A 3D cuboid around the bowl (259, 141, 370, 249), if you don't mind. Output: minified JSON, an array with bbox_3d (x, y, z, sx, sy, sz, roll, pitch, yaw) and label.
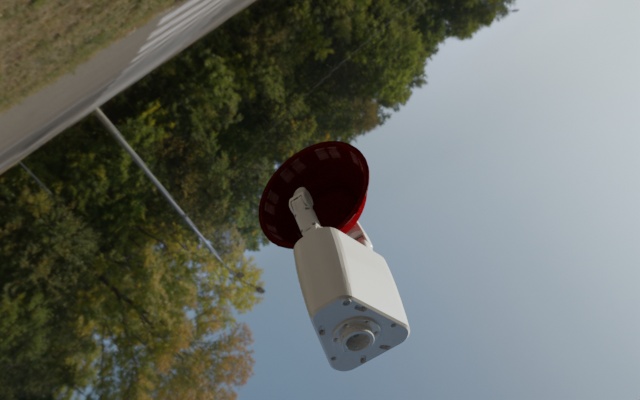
[{"bbox_3d":[0.000,0.001,0.625,0.162,0.162,0.055,0,-31,34],"label":"bowl"}]
